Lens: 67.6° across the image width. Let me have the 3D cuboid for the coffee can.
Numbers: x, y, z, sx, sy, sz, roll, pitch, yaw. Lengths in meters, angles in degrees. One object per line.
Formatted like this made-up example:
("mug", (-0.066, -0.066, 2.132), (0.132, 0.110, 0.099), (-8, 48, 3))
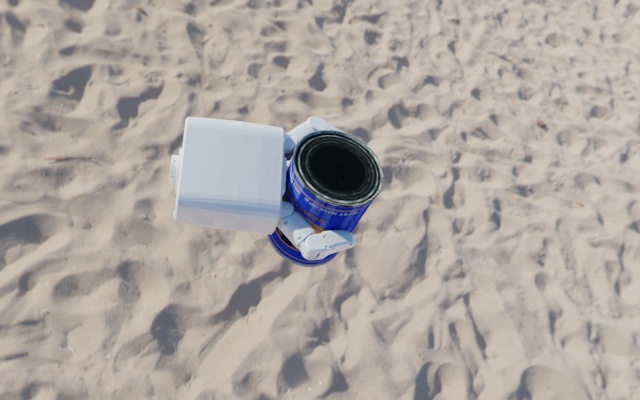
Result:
("coffee can", (0.000, 0.002, 0.561), (0.103, 0.102, 0.140), (0, -33, -20))
